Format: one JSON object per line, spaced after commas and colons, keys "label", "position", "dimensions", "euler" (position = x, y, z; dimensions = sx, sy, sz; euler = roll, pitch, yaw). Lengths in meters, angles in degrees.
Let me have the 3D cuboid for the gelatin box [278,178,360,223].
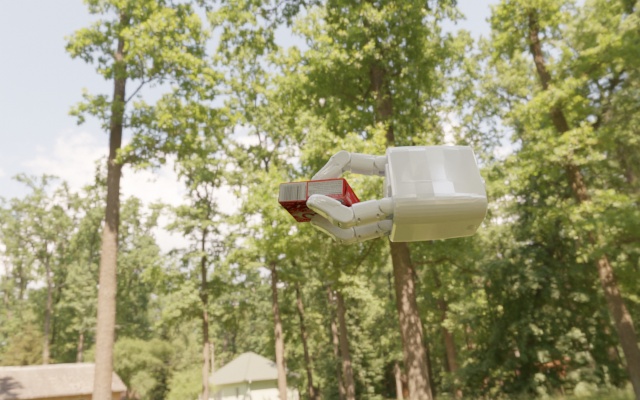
{"label": "gelatin box", "position": [0.000, 0.002, 0.610], "dimensions": [0.089, 0.030, 0.073], "euler": [-4, -23, 17]}
